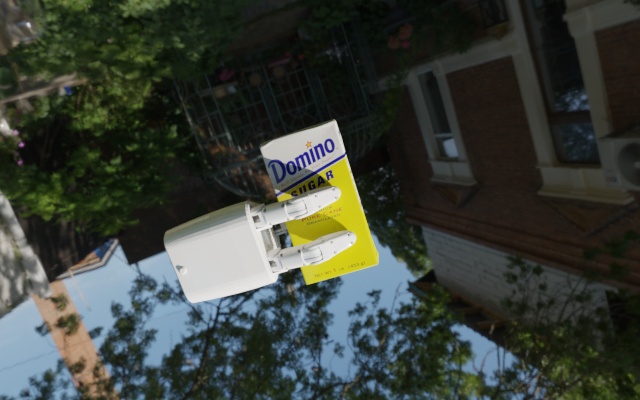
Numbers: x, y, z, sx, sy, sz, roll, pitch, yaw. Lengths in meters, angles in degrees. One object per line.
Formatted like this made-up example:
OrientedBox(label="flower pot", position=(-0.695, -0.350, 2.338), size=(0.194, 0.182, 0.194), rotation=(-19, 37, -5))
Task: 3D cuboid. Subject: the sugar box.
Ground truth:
OrientedBox(label="sugar box", position=(0.000, 0.002, 0.565), size=(0.093, 0.176, 0.048), rotation=(-18, 11, 7))
